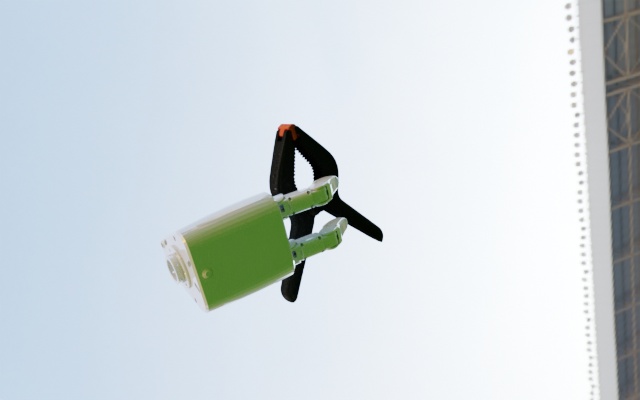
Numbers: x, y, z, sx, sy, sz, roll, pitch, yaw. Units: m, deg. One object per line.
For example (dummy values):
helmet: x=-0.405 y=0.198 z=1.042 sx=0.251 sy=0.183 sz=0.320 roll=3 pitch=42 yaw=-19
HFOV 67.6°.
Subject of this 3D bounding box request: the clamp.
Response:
clamp: x=-0.001 y=0.001 z=0.593 sx=0.164 sy=0.210 sz=0.036 roll=-24 pitch=20 yaw=-30
